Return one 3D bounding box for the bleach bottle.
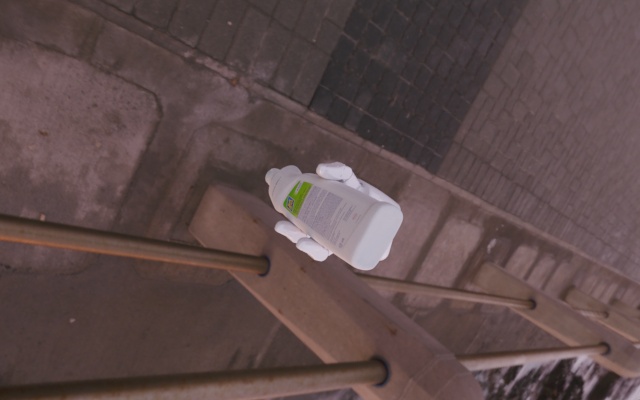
[{"bbox_3d":[0.000,0.002,0.722,0.068,0.102,0.250,24,7,-47],"label":"bleach bottle"}]
